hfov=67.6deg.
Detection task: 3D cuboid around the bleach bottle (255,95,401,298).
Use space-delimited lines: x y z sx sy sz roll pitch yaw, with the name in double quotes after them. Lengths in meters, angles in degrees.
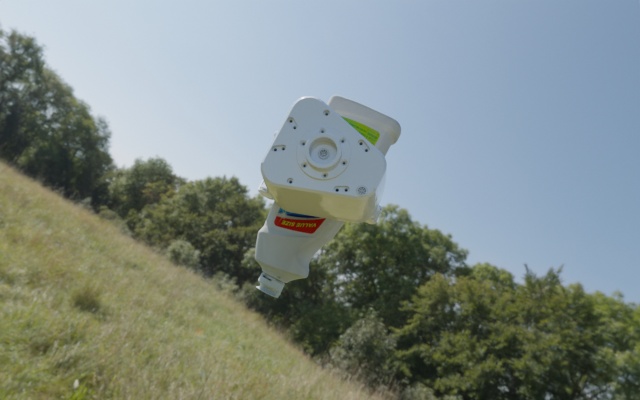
0.000 0.002 0.581 0.102 0.251 0.068 26 -9 8 "bleach bottle"
